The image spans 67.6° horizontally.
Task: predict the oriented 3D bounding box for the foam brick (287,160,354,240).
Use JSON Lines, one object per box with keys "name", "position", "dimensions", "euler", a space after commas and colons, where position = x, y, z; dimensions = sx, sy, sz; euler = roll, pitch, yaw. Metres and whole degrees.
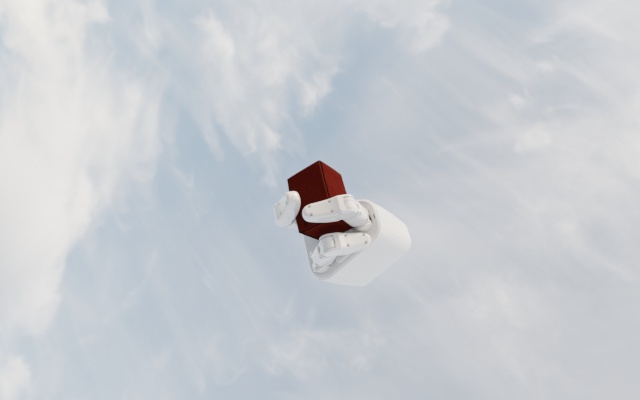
{"name": "foam brick", "position": [0.000, 0.002, 0.584], "dimensions": [0.053, 0.078, 0.051], "euler": [-27, -28, 25]}
